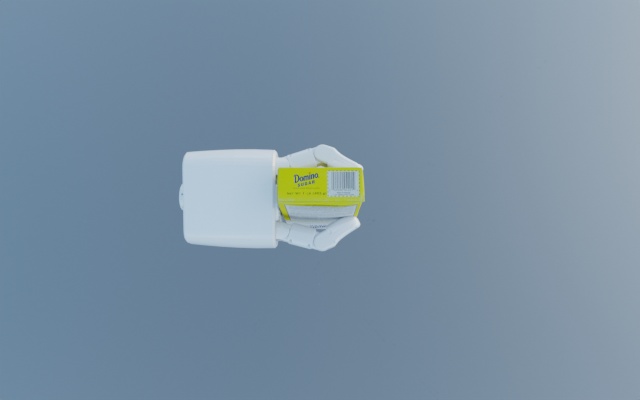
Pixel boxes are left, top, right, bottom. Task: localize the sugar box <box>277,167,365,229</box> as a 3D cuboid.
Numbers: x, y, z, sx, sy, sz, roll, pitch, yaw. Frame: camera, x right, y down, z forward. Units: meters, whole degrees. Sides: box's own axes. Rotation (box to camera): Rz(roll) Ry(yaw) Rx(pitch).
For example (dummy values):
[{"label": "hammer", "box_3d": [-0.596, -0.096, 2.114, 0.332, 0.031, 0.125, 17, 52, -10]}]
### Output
[{"label": "sugar box", "box_3d": [0.000, 0.001, 0.586, 0.093, 0.048, 0.176, 1, -10, 0]}]
